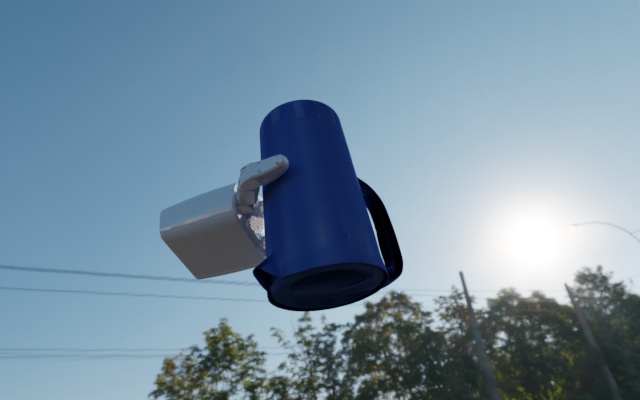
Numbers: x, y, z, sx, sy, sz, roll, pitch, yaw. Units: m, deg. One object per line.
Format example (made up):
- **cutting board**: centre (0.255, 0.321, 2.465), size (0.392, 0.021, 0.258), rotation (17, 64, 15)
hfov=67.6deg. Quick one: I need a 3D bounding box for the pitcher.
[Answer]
- **pitcher**: centre (0.000, 0.002, 0.579), size (0.145, 0.242, 0.149), rotation (-18, -32, 13)
